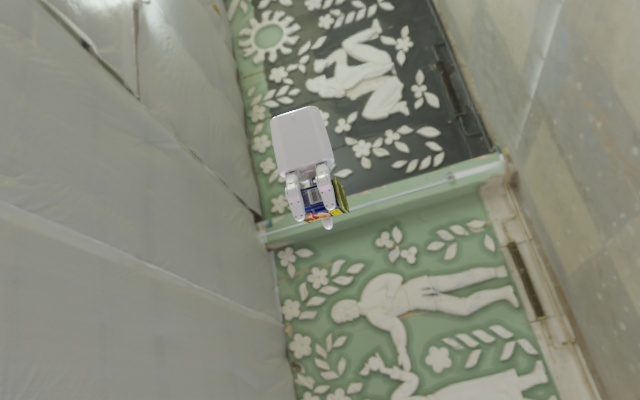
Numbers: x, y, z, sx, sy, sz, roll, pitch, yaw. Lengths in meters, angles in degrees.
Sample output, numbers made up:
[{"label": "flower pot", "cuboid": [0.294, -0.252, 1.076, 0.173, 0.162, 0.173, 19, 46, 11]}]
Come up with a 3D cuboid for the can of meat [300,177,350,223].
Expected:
[{"label": "can of meat", "cuboid": [0.000, 0.003, 0.843, 0.084, 0.057, 0.102, -16, -11, 8]}]
